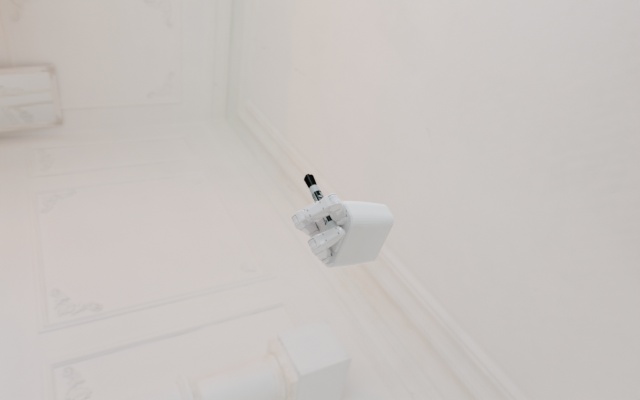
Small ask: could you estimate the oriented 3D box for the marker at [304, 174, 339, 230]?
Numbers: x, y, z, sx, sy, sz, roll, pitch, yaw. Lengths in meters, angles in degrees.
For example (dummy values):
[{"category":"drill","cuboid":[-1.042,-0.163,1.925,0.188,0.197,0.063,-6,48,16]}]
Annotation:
[{"category":"marker","cuboid":[0.000,0.003,0.803,0.020,0.121,0.020,-19,-31,-12]}]
